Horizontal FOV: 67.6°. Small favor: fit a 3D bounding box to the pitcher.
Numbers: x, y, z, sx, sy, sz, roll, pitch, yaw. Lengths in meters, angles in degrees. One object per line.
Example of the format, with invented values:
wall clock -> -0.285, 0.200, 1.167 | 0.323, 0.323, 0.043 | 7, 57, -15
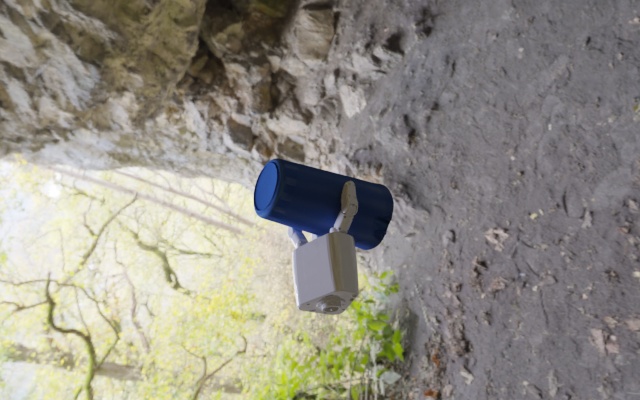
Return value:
pitcher -> 0.000, 0.003, 0.888 | 0.243, 0.145, 0.149 | 16, -37, -30
